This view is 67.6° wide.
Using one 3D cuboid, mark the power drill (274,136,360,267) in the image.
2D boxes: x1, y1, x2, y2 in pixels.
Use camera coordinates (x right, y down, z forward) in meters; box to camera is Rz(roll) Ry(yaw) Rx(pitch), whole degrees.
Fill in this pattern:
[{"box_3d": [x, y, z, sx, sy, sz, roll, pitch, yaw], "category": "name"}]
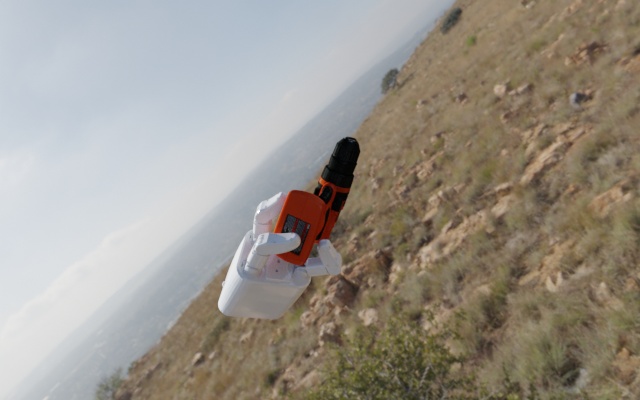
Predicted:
[{"box_3d": [0.000, 0.003, 0.703, 0.057, 0.184, 0.187, 23, 20, 12], "category": "power drill"}]
